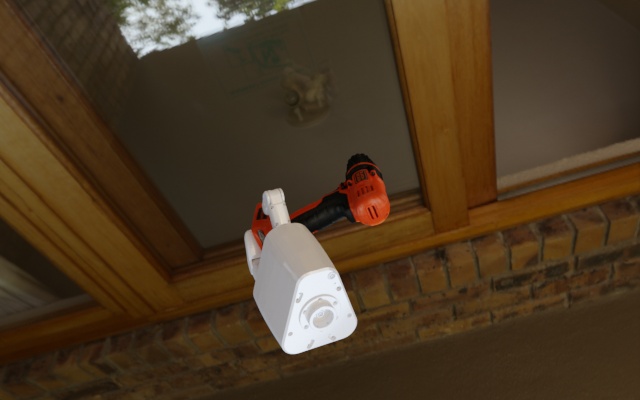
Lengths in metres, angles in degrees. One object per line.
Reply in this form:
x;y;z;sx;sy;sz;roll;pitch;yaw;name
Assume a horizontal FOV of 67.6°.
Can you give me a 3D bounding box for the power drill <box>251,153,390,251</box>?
0.000;0.003;0.672;0.187;0.057;0.184;-24;21;9;power drill
